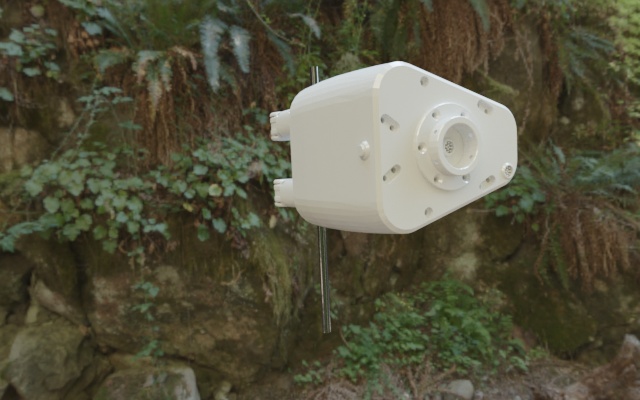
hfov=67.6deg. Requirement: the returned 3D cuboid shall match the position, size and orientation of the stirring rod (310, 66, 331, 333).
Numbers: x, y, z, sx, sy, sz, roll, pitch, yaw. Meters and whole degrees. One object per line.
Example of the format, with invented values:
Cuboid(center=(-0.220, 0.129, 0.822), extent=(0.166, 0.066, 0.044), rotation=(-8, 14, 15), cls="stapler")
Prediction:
Cuboid(center=(0.000, 0.002, 0.433), extent=(0.011, 0.239, 0.011), rotation=(-3, 4, 0), cls="stirring rod")
